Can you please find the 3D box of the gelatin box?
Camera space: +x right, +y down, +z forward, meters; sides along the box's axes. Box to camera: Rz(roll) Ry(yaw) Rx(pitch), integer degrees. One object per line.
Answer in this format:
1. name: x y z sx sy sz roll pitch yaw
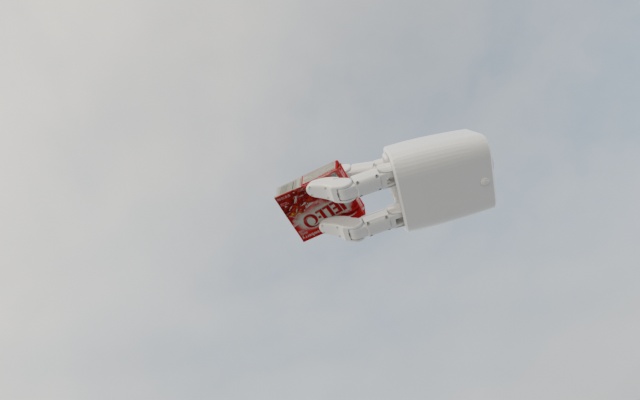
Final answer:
1. gelatin box: 0.000 0.002 0.583 0.089 0.073 0.030 -24 27 16
